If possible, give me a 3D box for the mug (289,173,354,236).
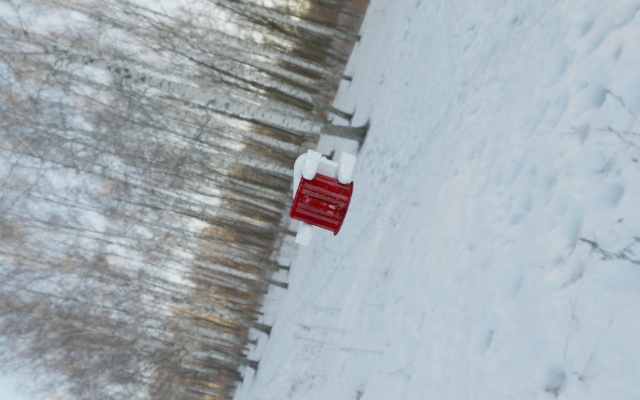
[{"bbox_3d":[0.000,0.003,0.750,0.081,0.093,0.117,18,9,-5],"label":"mug"}]
